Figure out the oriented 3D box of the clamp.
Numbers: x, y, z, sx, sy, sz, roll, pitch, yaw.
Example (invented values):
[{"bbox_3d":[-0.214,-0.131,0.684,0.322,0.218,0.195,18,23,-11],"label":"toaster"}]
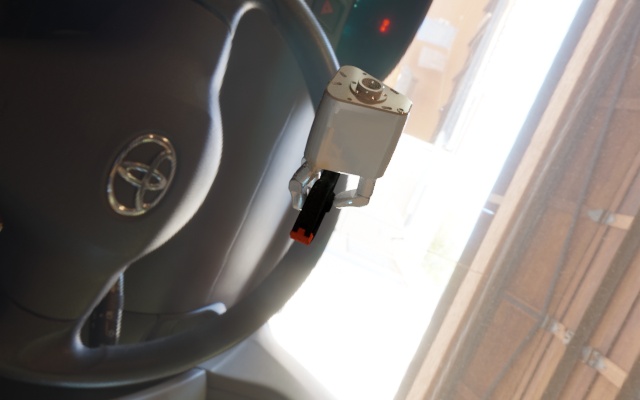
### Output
[{"bbox_3d":[0.001,0.003,0.709,0.036,0.165,0.209,21,43,6],"label":"clamp"}]
